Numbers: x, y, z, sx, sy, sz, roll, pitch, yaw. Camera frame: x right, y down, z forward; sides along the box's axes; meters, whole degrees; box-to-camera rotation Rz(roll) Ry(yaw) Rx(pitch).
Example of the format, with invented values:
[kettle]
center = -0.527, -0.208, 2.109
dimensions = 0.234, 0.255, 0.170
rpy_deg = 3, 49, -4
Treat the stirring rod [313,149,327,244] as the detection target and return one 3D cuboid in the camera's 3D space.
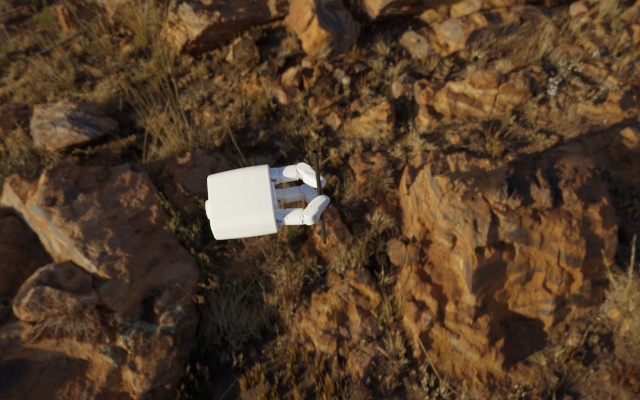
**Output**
[stirring rod]
center = 0.000, 0.003, 0.824
dimensions = 0.011, 0.011, 0.240
rpy_deg = 0, -41, 5
